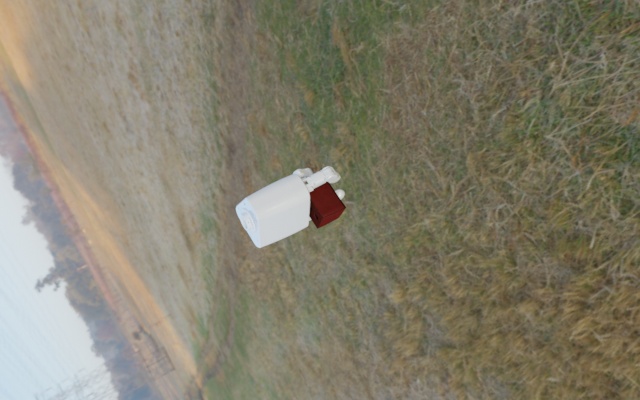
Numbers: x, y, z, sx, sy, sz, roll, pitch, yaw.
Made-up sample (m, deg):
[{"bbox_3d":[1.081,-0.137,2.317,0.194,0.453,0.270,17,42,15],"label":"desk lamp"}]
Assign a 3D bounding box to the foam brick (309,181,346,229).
[{"bbox_3d":[0.000,0.003,0.886,0.051,0.078,0.053,-26,-18,-24],"label":"foam brick"}]
